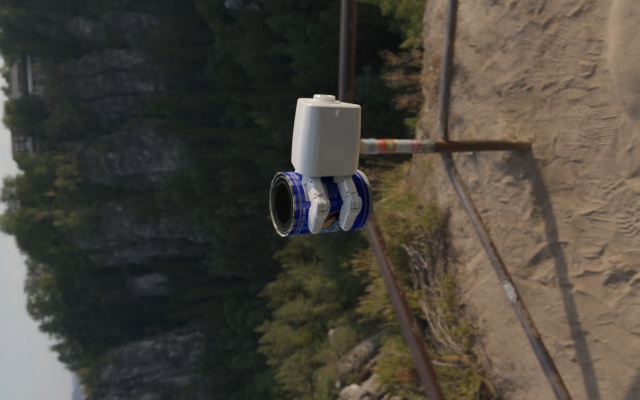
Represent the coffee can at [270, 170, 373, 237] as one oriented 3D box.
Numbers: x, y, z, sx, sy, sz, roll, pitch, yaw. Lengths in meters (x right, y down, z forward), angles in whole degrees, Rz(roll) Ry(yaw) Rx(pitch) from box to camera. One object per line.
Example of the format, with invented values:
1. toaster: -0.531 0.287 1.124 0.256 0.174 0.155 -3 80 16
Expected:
1. coffee can: 0.000 0.003 0.783 0.140 0.103 0.103 -4 2 -27
